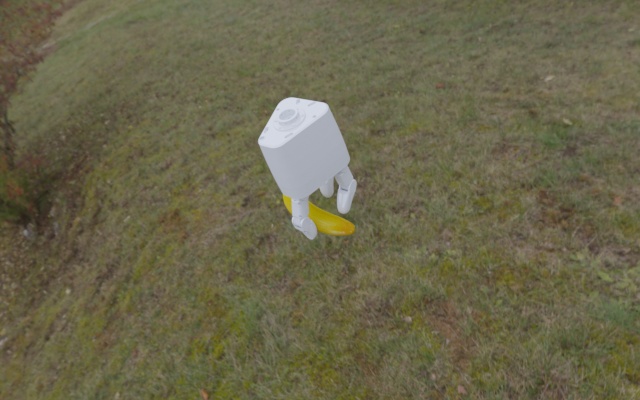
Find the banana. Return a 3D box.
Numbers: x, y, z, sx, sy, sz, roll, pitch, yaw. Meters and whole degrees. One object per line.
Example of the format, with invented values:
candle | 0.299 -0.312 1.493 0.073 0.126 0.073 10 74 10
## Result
banana | -0.017 0.010 0.824 0.069 0.037 0.197 -31 42 -10
